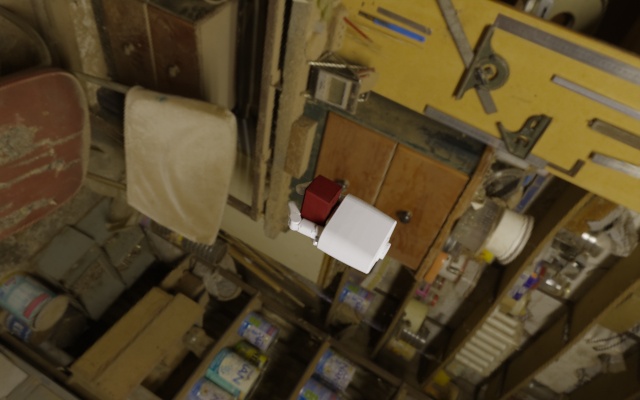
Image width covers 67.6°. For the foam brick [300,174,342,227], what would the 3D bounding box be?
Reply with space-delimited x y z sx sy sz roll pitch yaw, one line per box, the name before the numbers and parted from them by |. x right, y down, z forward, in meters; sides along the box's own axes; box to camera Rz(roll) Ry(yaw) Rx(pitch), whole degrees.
foam brick | 0.000 0.003 0.872 0.051 0.078 0.053 29 48 13
